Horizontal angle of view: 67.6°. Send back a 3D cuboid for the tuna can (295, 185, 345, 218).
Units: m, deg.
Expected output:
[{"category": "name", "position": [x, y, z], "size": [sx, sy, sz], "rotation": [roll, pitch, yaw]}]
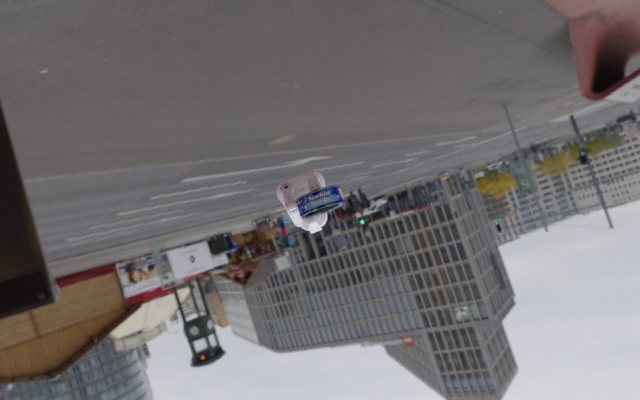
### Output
[{"category": "tuna can", "position": [0.000, 0.003, 0.856], "size": [0.086, 0.033, 0.086], "rotation": [-18, -9, -3]}]
